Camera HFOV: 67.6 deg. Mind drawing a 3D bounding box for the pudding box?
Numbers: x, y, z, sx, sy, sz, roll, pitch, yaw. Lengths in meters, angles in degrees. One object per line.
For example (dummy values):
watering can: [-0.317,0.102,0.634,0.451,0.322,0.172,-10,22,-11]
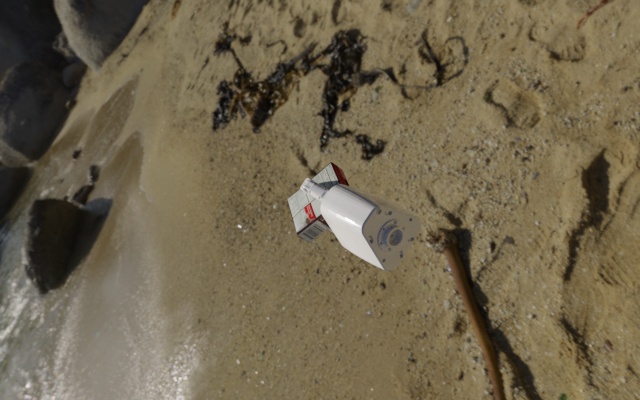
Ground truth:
pudding box: [0.000,0.003,0.810,0.113,0.090,0.039,-38,-48,18]
